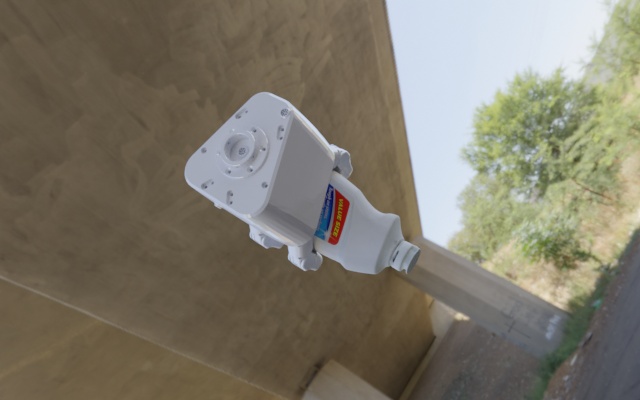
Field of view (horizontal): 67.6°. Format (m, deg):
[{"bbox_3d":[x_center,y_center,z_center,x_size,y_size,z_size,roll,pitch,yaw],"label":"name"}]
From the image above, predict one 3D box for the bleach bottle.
[{"bbox_3d":[0.000,0.002,0.543,0.250,0.102,0.068,28,-5,25],"label":"bleach bottle"}]
